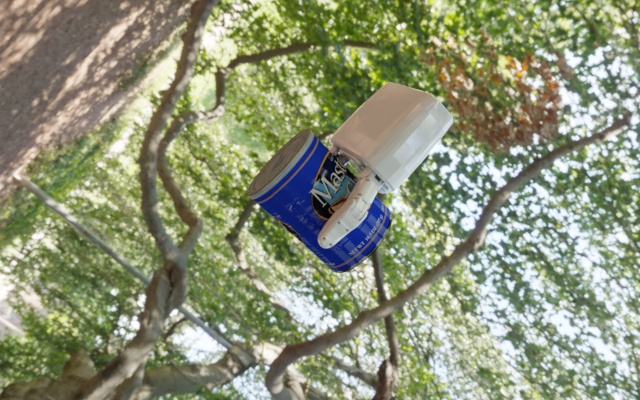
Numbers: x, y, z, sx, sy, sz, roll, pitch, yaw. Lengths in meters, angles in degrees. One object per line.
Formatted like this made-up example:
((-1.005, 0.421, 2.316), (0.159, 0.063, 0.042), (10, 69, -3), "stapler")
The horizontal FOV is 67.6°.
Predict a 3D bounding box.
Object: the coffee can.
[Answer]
((0.000, 0.002, 0.558), (0.140, 0.103, 0.103), (43, -16, -17), "coffee can")
